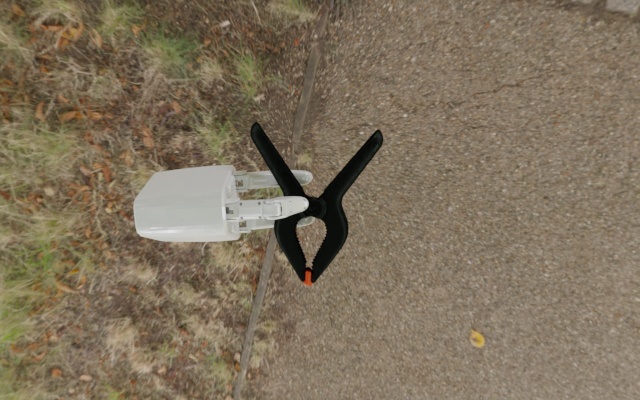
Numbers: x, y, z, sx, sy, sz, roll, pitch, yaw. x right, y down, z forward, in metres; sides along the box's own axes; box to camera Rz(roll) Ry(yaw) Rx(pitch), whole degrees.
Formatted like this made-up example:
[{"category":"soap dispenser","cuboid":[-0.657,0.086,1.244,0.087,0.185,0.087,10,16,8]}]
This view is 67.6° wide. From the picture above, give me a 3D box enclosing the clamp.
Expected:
[{"category":"clamp","cuboid":[0.000,0.003,0.604,0.164,0.210,0.036,-3,7,2]}]
